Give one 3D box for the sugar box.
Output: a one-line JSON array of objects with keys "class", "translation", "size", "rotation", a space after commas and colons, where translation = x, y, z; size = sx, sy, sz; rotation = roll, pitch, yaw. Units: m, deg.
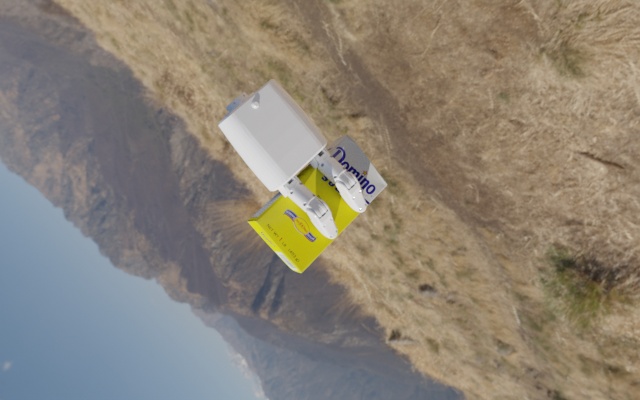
[{"class": "sugar box", "translation": [0.000, 0.002, 0.635], "size": [0.176, 0.093, 0.048], "rotation": [-44, 15, -17]}]
